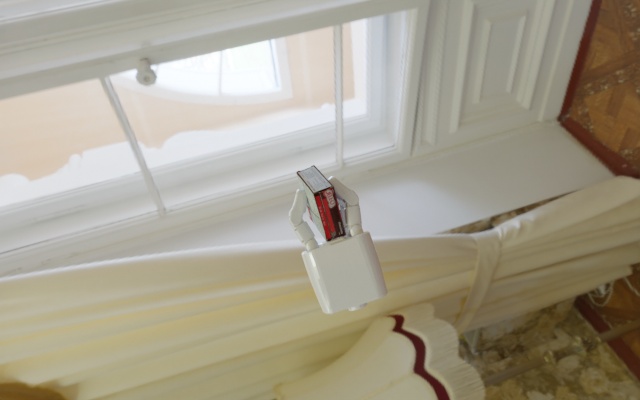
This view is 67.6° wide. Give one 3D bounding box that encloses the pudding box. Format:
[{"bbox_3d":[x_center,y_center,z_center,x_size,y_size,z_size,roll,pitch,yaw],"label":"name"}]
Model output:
[{"bbox_3d":[0.000,0.003,0.781,0.039,0.090,0.113,-20,26,-11],"label":"pudding box"}]
